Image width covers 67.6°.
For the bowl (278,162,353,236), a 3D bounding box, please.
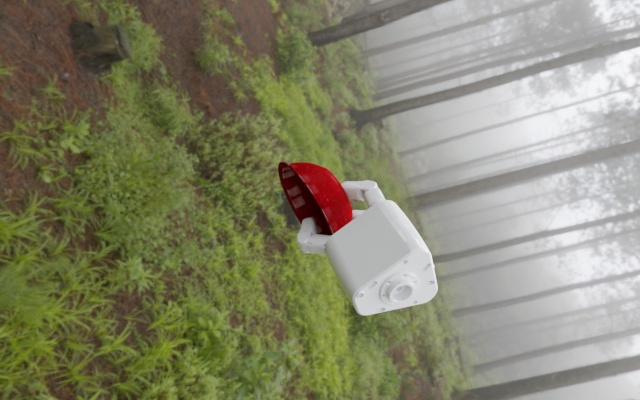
[{"bbox_3d":[0.000,0.001,0.716,0.055,0.162,0.162,-30,9,-16],"label":"bowl"}]
